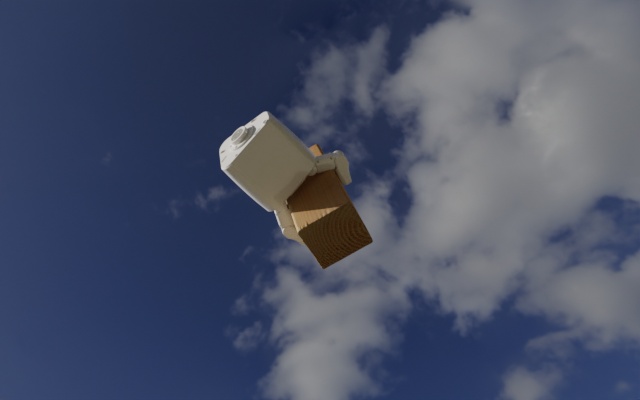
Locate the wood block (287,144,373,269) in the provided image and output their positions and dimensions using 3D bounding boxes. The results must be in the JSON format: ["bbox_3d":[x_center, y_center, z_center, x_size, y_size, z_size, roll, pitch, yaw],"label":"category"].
[{"bbox_3d":[0.000,0.002,0.787,0.091,0.090,0.206,-30,34,4],"label":"wood block"}]
